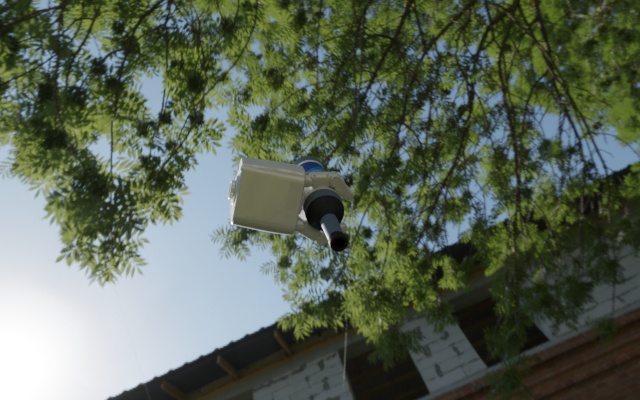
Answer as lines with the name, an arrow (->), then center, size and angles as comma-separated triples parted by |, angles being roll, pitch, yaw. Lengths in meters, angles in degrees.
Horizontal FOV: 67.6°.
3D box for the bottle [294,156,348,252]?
bottle -> 0.000, 0.003, 0.830 | 0.069, 0.069, 0.295 | 0, 25, -12
